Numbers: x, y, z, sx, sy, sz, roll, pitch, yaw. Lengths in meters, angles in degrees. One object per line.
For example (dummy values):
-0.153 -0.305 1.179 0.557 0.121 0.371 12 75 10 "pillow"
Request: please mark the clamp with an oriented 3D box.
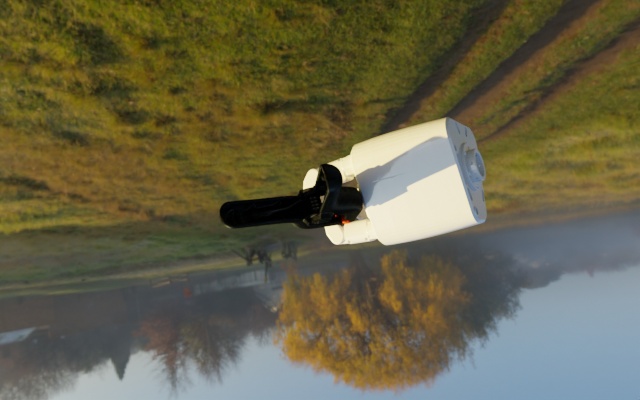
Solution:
0.000 0.002 0.465 0.120 0.039 0.171 -16 -10 33 "clamp"
